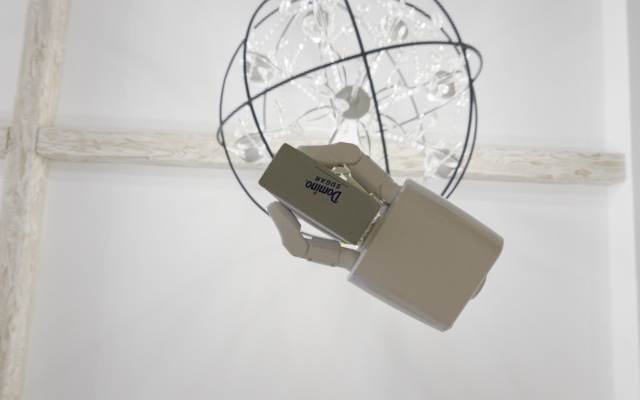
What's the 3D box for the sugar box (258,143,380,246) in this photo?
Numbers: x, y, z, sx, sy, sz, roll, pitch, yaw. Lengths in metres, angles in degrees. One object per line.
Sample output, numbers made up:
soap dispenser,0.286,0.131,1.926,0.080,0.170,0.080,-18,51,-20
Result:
sugar box,0.000,0.001,0.451,0.093,0.048,0.176,33,-6,2
